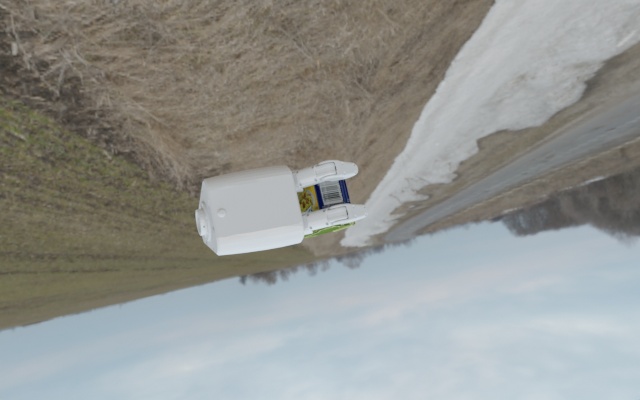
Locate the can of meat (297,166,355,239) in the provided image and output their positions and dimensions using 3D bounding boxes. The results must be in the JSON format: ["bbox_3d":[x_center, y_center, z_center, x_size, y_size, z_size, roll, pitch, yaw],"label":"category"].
[{"bbox_3d":[0.000,0.002,0.645,0.057,0.084,0.102,-9,-8,-25],"label":"can of meat"}]
